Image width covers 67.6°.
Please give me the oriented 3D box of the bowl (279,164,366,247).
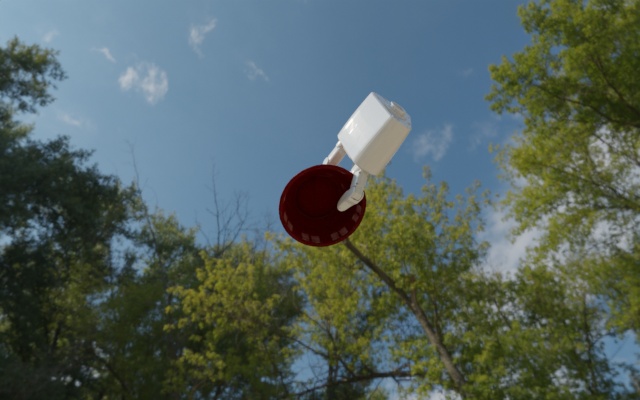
[{"bbox_3d":[-0.001,0.004,0.886,0.162,0.162,0.055,0,21,-12],"label":"bowl"}]
